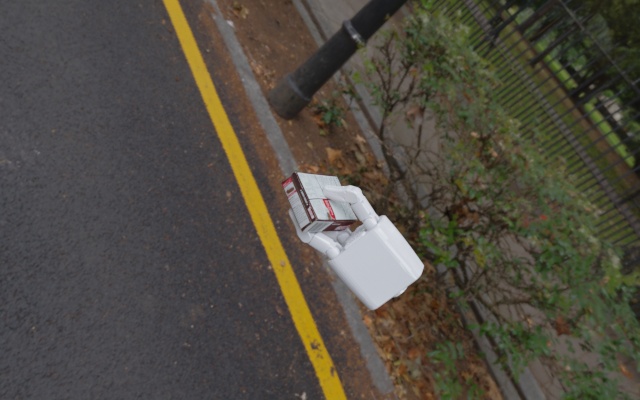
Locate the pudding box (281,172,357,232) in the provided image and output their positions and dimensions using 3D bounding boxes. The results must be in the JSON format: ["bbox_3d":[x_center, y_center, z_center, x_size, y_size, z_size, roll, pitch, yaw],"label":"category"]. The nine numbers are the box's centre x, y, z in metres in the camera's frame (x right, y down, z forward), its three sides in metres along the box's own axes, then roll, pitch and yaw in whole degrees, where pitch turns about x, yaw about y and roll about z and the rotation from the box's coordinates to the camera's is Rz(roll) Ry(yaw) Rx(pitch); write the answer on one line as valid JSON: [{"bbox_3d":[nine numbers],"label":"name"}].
[{"bbox_3d":[0.000,0.002,0.766,0.039,0.090,0.113,-37,-23,30],"label":"pudding box"}]
